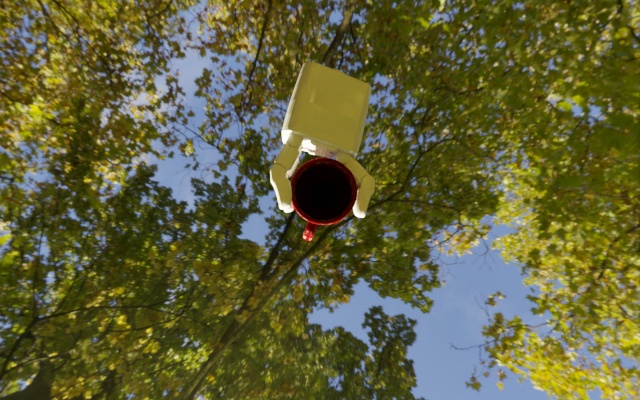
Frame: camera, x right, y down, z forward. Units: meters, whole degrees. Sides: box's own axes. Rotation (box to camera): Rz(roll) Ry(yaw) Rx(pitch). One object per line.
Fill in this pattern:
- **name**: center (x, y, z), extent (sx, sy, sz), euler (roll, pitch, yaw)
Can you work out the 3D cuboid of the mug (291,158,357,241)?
- **mug**: center (0.000, 0.004, 0.694), extent (0.093, 0.117, 0.081), euler (17, -6, 0)
